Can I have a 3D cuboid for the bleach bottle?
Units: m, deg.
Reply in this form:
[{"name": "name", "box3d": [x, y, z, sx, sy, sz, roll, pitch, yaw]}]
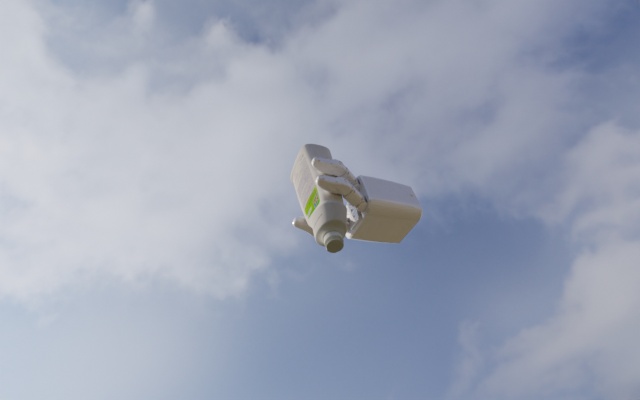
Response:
[{"name": "bleach bottle", "box3d": [0.000, 0.003, 0.844, 0.068, 0.103, 0.250, 9, 35, -18]}]
